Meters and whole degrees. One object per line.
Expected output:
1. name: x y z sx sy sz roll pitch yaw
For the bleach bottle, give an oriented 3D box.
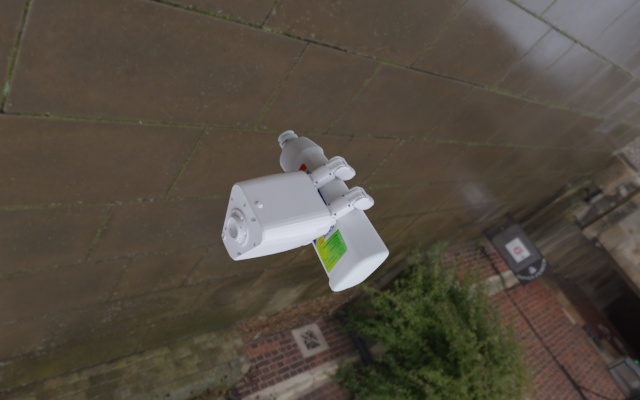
1. bleach bottle: 0.000 0.002 0.717 0.068 0.250 0.103 -11 -30 -38
